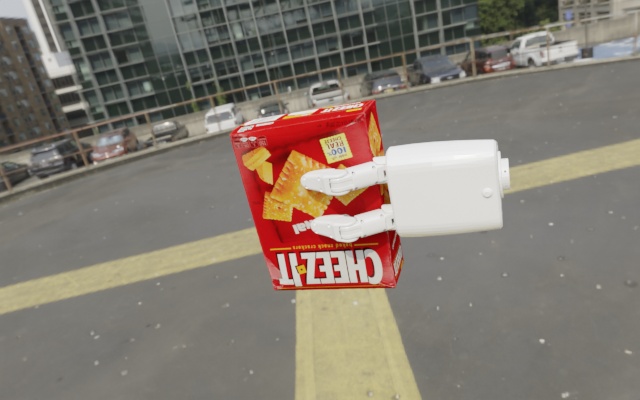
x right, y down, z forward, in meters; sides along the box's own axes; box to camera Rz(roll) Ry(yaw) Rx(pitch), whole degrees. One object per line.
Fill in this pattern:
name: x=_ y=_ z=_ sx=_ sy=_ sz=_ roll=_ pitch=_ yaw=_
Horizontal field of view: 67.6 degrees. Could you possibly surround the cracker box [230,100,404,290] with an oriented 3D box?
cracker box: x=0.000 y=0.002 z=0.572 sx=0.164 sy=0.214 sz=0.072 roll=-5 pitch=22 yaw=21
